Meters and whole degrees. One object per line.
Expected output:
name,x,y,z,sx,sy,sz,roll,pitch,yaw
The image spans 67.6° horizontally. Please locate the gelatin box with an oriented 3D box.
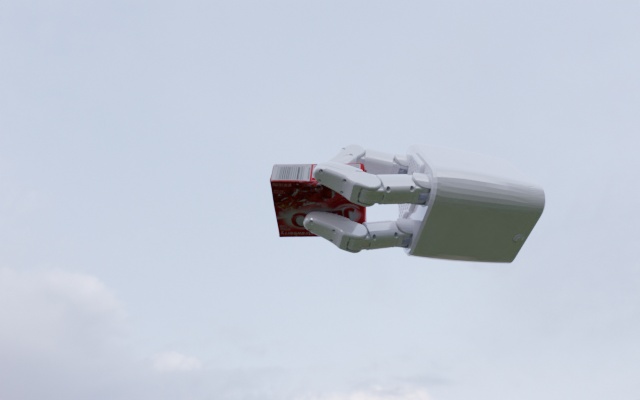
gelatin box,0.000,0.001,0.462,0.089,0.073,0.030,0,41,6
